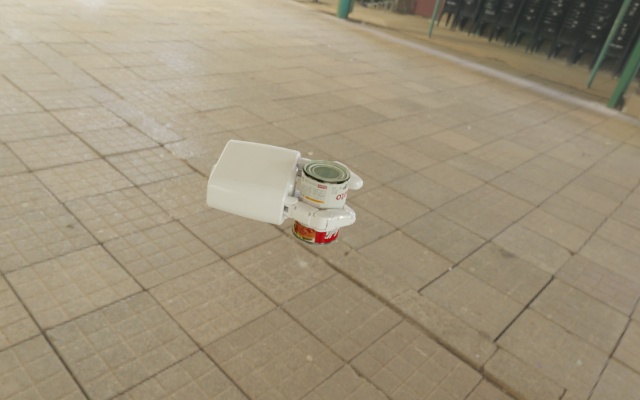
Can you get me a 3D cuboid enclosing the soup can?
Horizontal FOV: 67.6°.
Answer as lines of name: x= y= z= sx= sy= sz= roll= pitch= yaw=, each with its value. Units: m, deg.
soup can: x=0.001 y=0.002 z=0.668 sx=0.068 sy=0.102 sz=0.068 roll=8 pitch=29 yaw=-5
